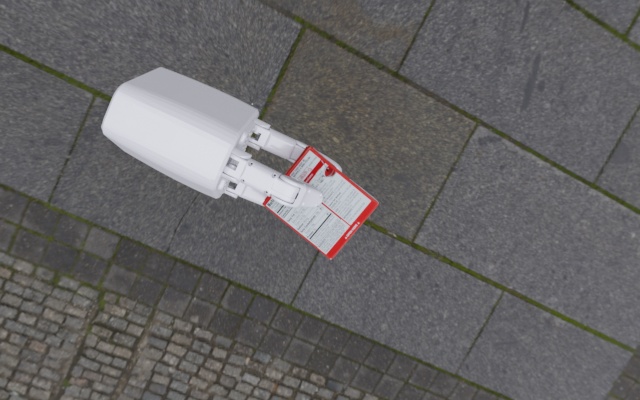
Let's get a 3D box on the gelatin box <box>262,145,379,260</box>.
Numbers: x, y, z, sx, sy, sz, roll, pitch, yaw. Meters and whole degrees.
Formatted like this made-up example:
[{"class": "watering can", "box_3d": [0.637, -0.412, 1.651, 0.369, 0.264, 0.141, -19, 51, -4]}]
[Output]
[{"class": "gelatin box", "box_3d": [0.000, 0.002, 0.468, 0.089, 0.073, 0.030, 39, 7, -2]}]
